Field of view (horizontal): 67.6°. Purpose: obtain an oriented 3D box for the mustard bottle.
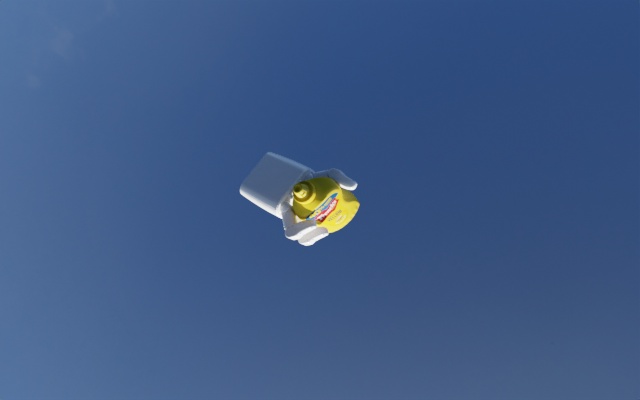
[{"bbox_3d":[0.000,0.003,0.899,0.096,0.058,0.192,-41,-28,10],"label":"mustard bottle"}]
